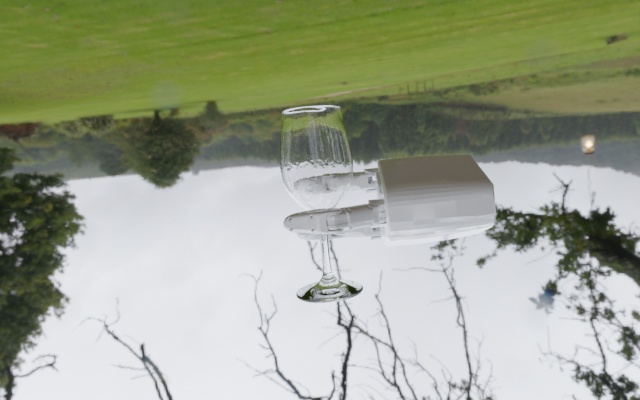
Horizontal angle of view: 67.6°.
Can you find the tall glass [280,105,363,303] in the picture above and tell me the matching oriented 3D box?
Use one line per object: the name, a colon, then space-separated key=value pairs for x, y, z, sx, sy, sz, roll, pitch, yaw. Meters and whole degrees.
tall glass: x=0.000 y=0.002 z=0.513 sx=0.079 sy=0.201 sz=0.079 roll=-6 pitch=7 yaw=1
